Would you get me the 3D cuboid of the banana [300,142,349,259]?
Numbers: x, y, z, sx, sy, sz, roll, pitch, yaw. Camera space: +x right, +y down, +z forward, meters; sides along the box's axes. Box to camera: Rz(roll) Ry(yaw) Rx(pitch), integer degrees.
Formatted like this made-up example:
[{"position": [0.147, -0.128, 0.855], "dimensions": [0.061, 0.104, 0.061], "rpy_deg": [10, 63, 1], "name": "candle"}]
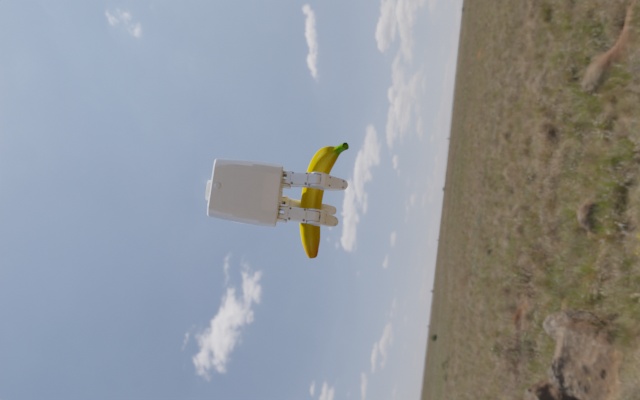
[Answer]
[{"position": [-0.007, -0.006, 0.784], "dimensions": [0.037, 0.198, 0.069], "rpy_deg": [8, 13, -27], "name": "banana"}]
